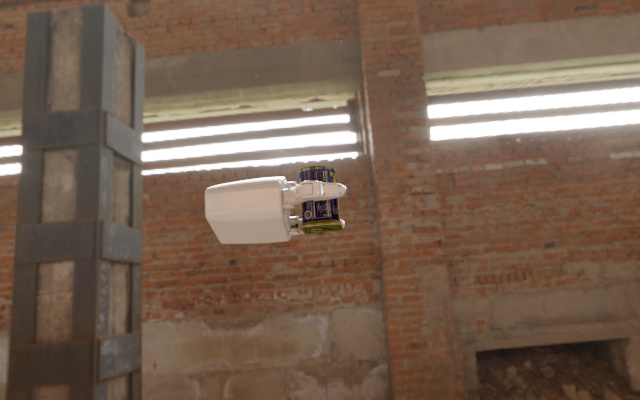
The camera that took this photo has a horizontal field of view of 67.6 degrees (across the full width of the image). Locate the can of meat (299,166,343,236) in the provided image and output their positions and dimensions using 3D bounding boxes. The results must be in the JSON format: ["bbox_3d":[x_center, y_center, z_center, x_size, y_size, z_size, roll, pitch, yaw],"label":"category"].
[{"bbox_3d":[0.000,0.002,0.687,0.057,0.084,0.102,-5,-11,3],"label":"can of meat"}]
